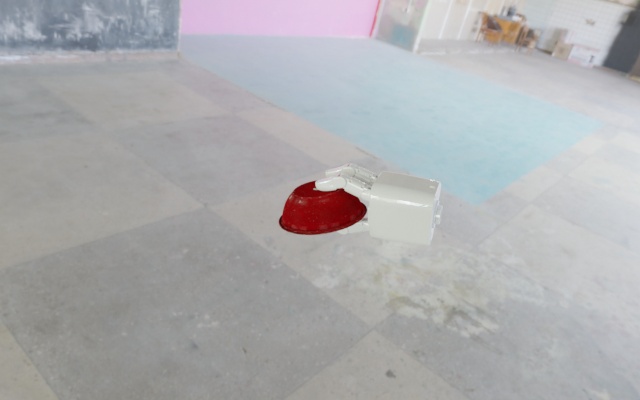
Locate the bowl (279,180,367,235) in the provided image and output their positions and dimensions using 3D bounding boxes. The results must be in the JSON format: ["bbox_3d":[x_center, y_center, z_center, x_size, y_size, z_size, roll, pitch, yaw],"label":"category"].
[{"bbox_3d":[-0.001,0.003,0.855,0.162,0.055,0.162,-8,21,3],"label":"bowl"}]
